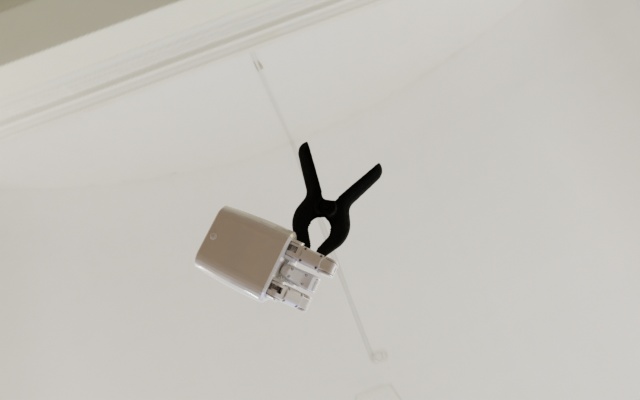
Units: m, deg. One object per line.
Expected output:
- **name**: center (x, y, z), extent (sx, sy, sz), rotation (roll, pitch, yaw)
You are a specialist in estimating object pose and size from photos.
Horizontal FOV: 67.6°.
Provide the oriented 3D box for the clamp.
- **clamp**: center (0.000, 0.002, 0.658), extent (0.120, 0.171, 0.039), rotation (24, -14, 10)
